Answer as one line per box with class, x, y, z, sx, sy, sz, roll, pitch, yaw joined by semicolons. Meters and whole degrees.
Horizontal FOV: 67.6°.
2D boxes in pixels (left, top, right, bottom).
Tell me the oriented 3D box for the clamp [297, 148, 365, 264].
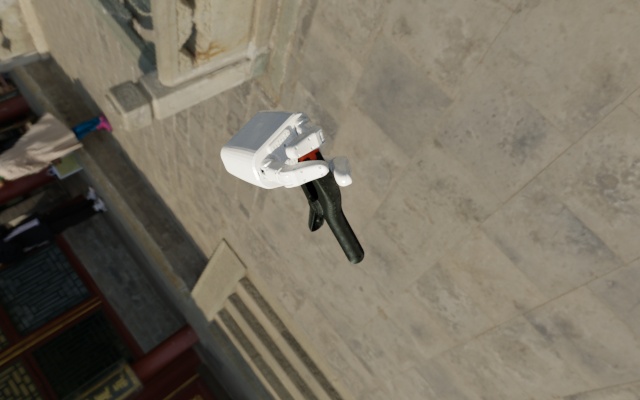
clamp;0.000;0.002;0.663;0.039;0.171;0.120;-33;30;-26
